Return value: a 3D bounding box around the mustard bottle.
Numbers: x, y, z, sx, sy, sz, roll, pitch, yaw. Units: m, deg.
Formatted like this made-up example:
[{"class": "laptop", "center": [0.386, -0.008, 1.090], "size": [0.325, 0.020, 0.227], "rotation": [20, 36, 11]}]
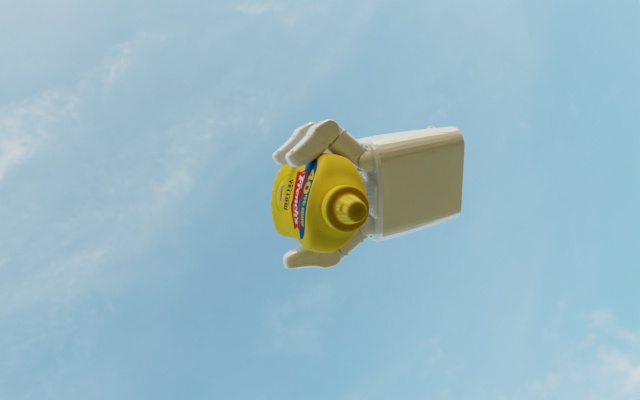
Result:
[{"class": "mustard bottle", "center": [0.000, 0.002, 0.478], "size": [0.058, 0.096, 0.191], "rotation": [12, 1, -20]}]
